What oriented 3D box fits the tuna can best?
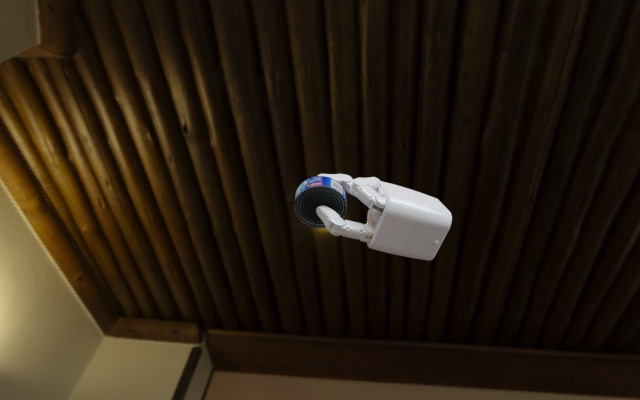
[{"bbox_3d":[0.000,0.002,0.785,0.086,0.086,0.033,0,36,1],"label":"tuna can"}]
